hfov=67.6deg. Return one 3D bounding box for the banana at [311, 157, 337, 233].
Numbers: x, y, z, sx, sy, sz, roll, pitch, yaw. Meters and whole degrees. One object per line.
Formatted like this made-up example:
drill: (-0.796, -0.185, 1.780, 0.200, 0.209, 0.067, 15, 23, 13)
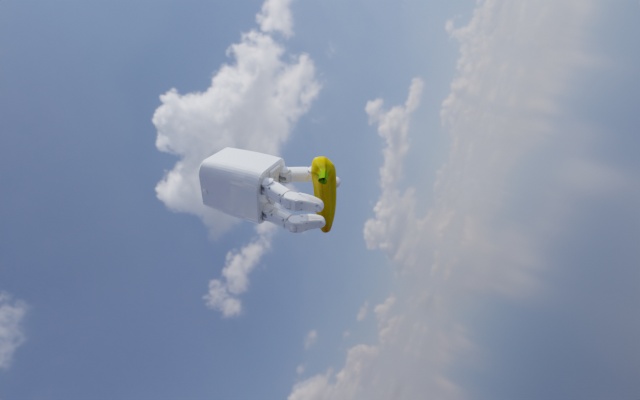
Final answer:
banana: (0.004, -0.016, 0.751, 0.037, 0.069, 0.198, 10, -24, 9)
